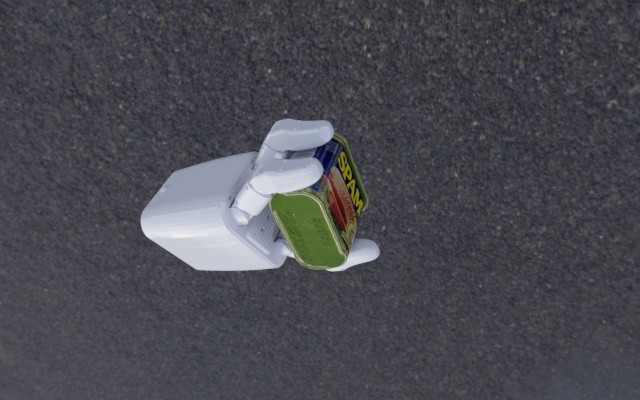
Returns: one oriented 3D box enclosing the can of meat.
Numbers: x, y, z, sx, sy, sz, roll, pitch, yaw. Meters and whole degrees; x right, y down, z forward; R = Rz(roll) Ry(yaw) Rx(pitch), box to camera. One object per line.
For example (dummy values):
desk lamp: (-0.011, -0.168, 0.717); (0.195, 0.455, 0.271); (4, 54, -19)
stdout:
can of meat: (0.000, 0.002, 0.444); (0.057, 0.102, 0.084); (-5, 39, 25)
